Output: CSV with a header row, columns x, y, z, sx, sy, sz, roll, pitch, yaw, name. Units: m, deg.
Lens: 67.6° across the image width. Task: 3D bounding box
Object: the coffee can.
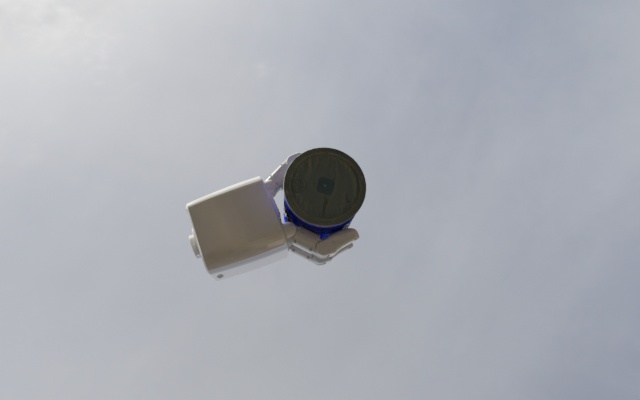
x,y,z,sx,sy,sz,roll,pitch,yaw,name
0.000,0.002,0.651,0.103,0.102,0.140,0,-17,-5,coffee can
